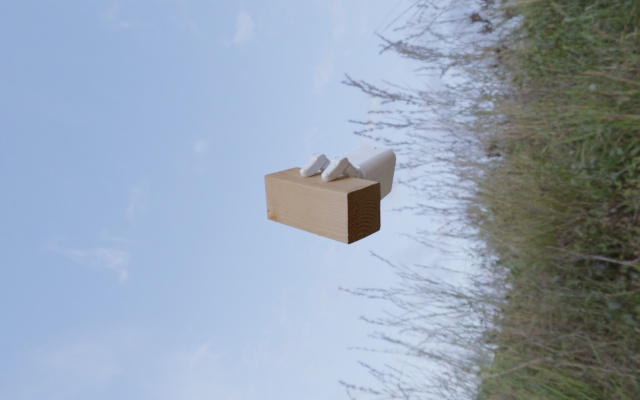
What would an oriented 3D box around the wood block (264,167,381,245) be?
[{"bbox_3d":[0.000,0.003,0.863,0.206,0.091,0.090,13,23,43],"label":"wood block"}]
